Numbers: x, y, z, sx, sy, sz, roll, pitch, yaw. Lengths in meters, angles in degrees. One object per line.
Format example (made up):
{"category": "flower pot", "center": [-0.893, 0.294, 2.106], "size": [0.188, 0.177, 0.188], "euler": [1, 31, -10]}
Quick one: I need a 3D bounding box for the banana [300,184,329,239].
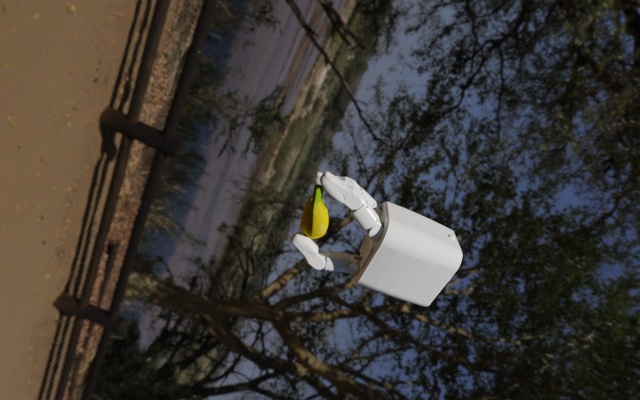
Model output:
{"category": "banana", "center": [-0.006, 0.020, 0.677], "size": [0.037, 0.069, 0.198], "euler": [19, -3, -3]}
